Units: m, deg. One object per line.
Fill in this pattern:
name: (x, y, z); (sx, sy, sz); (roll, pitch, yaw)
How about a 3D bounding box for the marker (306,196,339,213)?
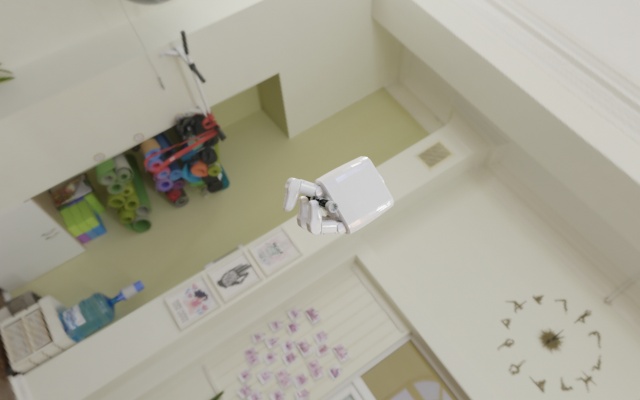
marker: (0.000, 0.003, 0.850); (0.020, 0.020, 0.121); (0, 8, -21)
